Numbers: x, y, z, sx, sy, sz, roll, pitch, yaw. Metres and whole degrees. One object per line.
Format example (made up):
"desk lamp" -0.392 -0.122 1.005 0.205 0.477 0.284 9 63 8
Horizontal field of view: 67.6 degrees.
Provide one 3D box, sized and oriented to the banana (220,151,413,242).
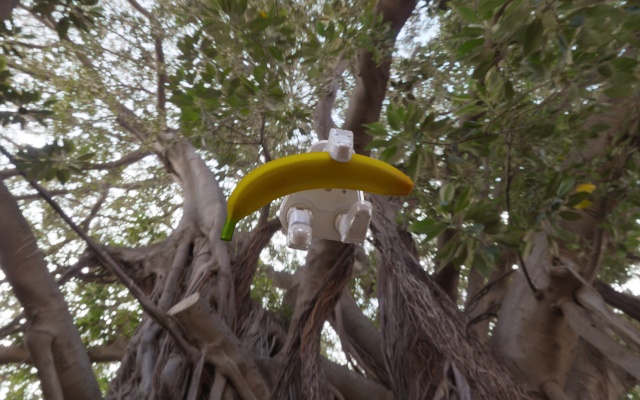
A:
"banana" -0.008 -0.016 0.477 0.198 0.069 0.037 -15 -5 -7
